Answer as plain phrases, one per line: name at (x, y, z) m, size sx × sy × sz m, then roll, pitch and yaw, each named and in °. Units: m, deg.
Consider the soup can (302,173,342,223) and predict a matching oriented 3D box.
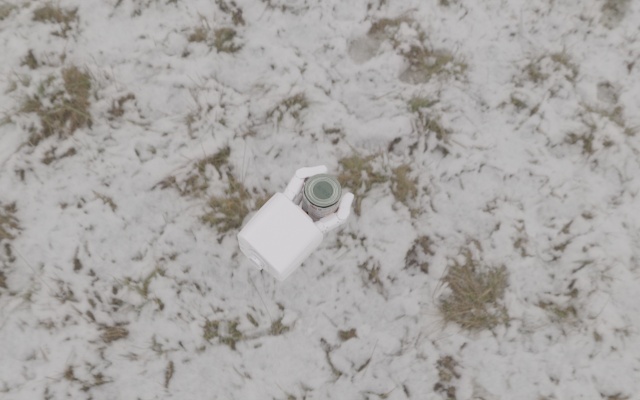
soup can at (0.001, 0.002, 0.871) m, size 0.068 × 0.068 × 0.102 m, roll 0°, pitch -25°, yaw -5°
